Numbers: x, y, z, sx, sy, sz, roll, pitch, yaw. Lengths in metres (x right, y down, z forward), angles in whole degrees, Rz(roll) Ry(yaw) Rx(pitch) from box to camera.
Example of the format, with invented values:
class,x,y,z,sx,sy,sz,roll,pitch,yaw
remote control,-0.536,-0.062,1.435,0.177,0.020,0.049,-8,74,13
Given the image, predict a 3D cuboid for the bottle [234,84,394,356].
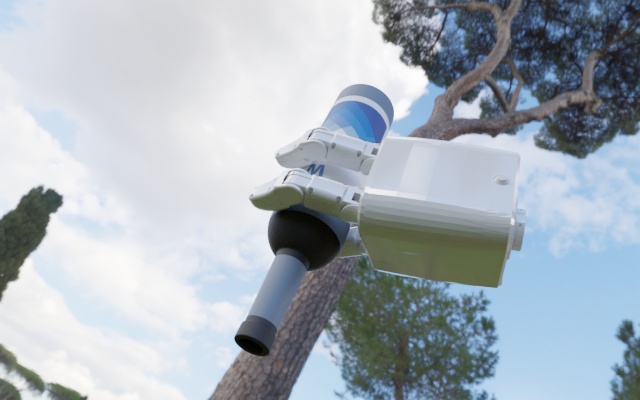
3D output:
class,x,y,z,sx,sy,sz,roll,pitch,yaw
bottle,0.000,0.001,0.430,0.069,0.069,0.295,0,43,27
